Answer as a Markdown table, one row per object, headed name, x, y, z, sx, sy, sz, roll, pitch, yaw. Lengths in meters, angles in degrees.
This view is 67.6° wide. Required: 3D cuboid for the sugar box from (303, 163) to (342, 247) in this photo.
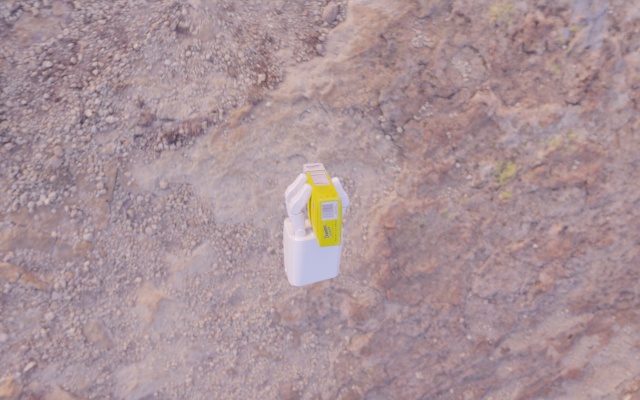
| name | x | y | z | sx | sy | sz | roll | pitch | yaw |
| --- | --- | --- | --- | --- | --- | --- | --- | --- | --- |
| sugar box | 0.000 | 0.003 | 0.887 | 0.048 | 0.093 | 0.176 | -5 | 25 | -12 |
